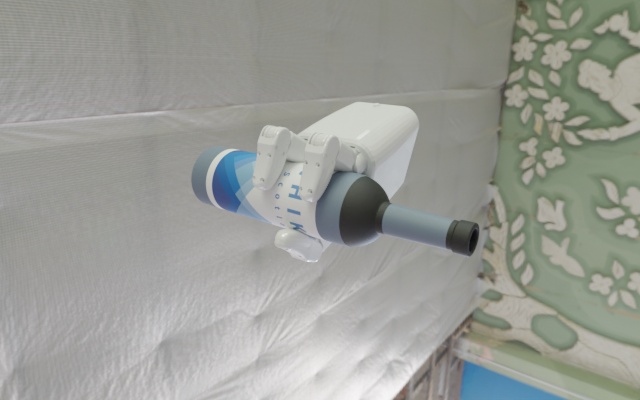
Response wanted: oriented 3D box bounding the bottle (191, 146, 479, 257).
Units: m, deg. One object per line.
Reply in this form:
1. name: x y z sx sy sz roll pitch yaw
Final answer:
1. bottle: 0.000 0.001 0.451 0.295 0.069 0.069 14 8 34
